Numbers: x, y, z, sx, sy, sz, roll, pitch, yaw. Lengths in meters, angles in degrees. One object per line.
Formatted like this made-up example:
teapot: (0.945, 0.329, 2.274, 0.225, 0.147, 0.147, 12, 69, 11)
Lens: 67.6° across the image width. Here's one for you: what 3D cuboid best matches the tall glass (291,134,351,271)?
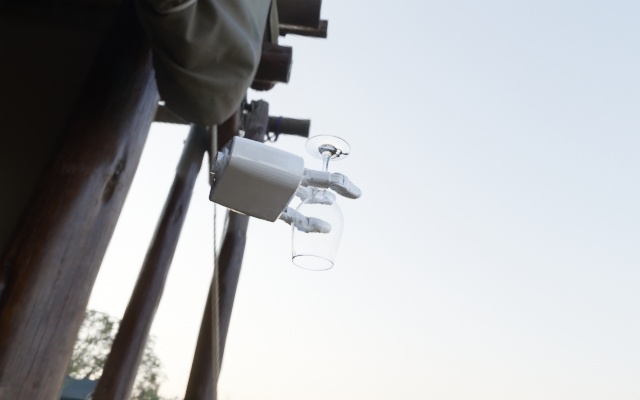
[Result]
tall glass: (0.000, 0.002, 0.727, 0.079, 0.201, 0.079, 6, -27, 3)
